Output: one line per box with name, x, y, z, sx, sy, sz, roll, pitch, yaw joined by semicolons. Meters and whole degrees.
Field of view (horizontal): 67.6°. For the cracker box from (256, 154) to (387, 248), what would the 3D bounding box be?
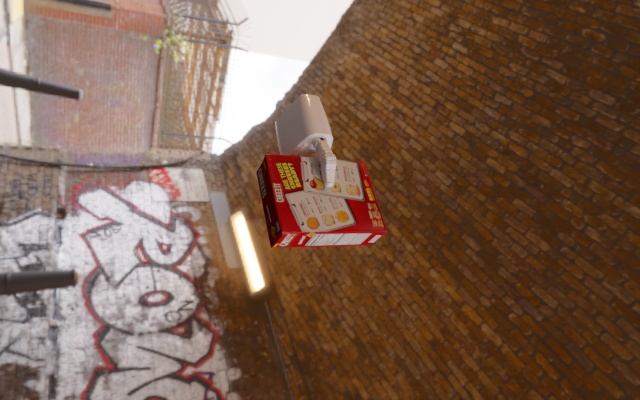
cracker box;0.000;0.003;0.896;0.214;0.164;0.072;1;-32;-27
